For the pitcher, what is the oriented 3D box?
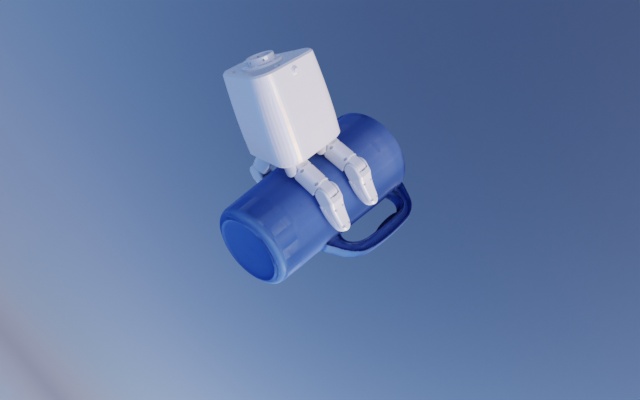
[{"bbox_3d":[0.000,0.002,0.617,0.149,0.145,0.242,11,40,43],"label":"pitcher"}]
